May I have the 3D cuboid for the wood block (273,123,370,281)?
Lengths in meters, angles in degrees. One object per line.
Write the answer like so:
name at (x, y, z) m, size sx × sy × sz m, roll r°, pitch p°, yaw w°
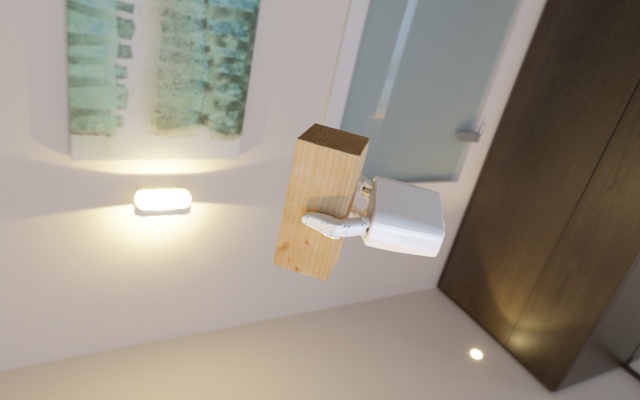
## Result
wood block at (0.000, 0.003, 0.715) m, size 0.090 × 0.206 × 0.090 m, roll 17°, pitch 26°, yaw 8°
